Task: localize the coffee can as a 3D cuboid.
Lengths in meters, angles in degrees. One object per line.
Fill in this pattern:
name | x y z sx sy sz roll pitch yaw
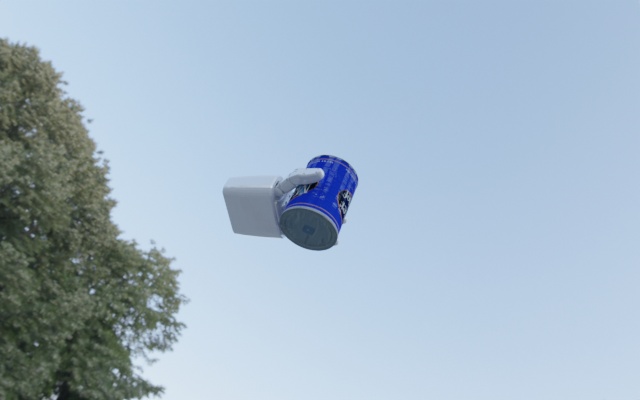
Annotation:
coffee can | 0.000 0.003 0.838 0.103 0.103 0.140 0 43 25
